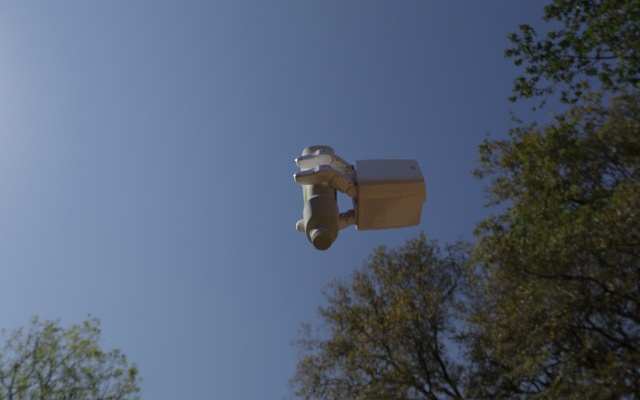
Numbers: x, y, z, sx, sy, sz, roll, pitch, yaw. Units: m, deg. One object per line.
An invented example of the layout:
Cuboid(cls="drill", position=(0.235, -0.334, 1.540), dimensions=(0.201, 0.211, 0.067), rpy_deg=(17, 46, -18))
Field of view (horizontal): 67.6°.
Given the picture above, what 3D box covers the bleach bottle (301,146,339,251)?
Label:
Cuboid(cls="bleach bottle", position=(0.000, 0.002, 0.788), dimensions=(0.068, 0.103, 0.250), rpy_deg=(-2, 31, 0))
